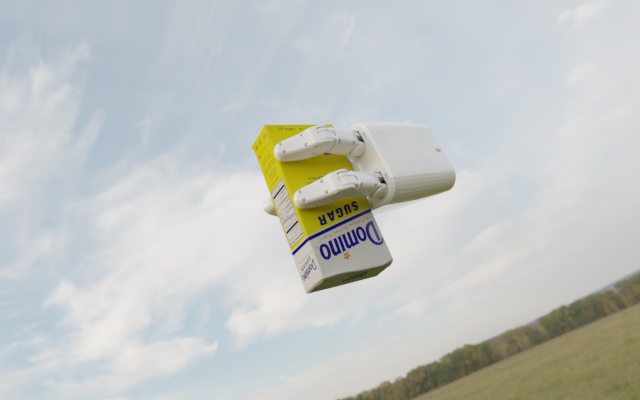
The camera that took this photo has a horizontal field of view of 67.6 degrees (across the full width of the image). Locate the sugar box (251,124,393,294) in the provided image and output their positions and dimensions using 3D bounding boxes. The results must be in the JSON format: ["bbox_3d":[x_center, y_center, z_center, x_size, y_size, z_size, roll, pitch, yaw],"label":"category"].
[{"bbox_3d":[0.000,0.001,0.502,0.093,0.176,0.048,-8,-28,-35],"label":"sugar box"}]
